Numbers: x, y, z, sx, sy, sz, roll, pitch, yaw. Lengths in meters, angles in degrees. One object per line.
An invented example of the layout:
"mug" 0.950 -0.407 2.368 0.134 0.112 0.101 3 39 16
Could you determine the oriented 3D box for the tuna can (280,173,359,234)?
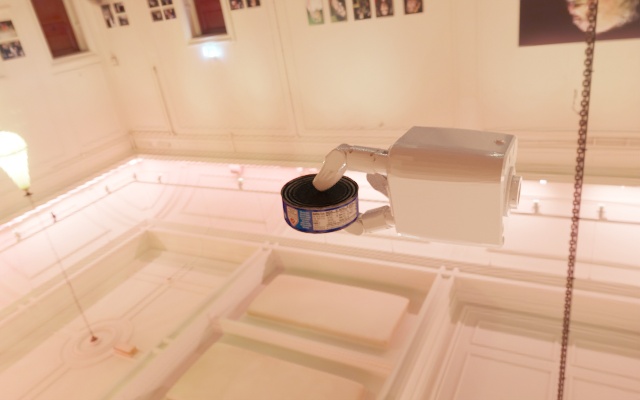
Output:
"tuna can" 0.000 0.002 0.525 0.086 0.034 0.086 -3 28 2
